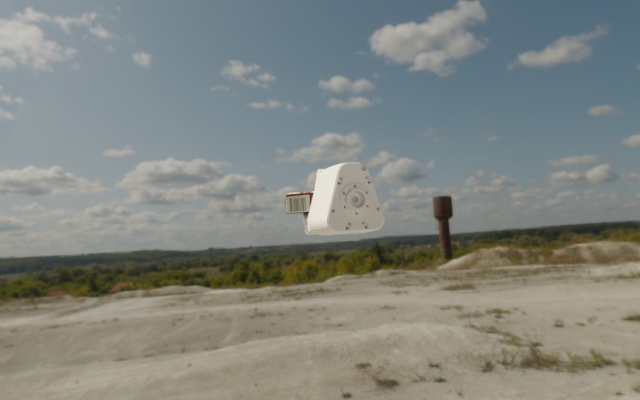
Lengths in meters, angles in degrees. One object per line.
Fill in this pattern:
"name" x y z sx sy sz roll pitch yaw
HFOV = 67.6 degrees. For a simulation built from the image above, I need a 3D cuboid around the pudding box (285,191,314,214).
"pudding box" 0.000 0.003 0.881 0.113 0.039 0.090 -3 -1 13
